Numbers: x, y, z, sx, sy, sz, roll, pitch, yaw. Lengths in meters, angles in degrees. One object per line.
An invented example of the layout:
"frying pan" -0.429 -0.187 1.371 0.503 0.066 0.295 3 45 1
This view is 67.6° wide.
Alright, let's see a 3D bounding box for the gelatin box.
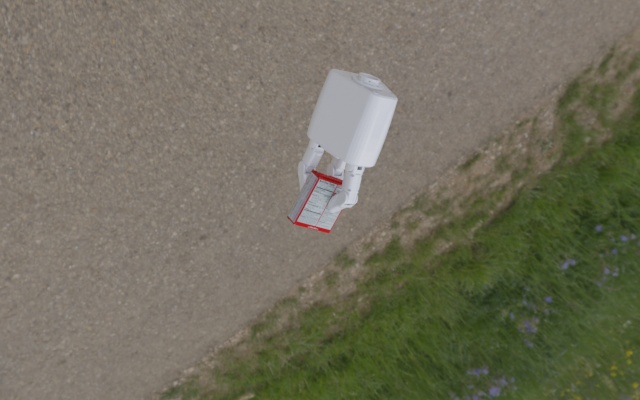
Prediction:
"gelatin box" 0.000 0.003 0.750 0.073 0.089 0.030 17 18 -38
